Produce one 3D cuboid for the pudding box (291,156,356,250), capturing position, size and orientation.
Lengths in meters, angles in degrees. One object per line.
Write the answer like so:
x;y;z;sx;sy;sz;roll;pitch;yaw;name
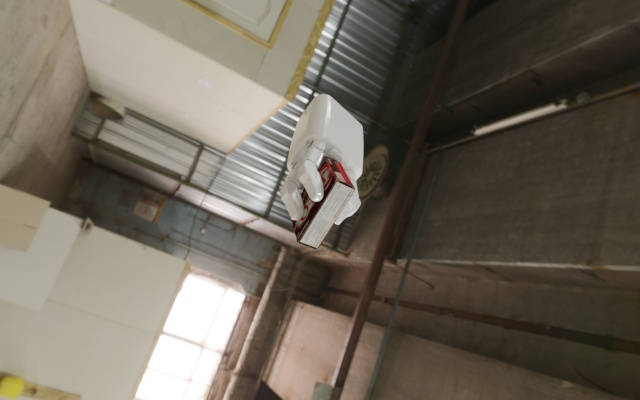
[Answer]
0.000;0.002;0.702;0.039;0.113;0.090;22;20;-20;pudding box
